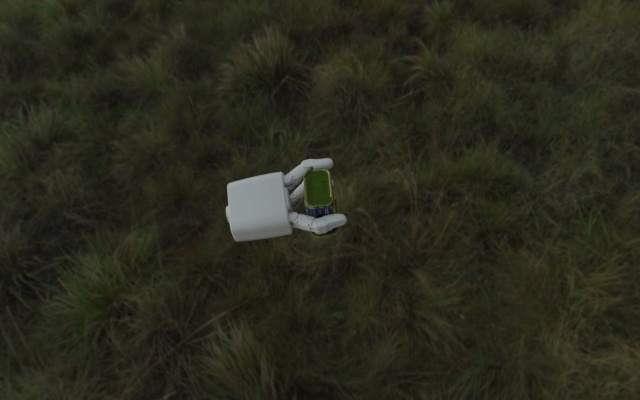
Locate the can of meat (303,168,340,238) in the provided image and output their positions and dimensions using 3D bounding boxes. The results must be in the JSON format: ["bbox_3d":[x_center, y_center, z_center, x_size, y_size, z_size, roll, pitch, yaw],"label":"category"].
[{"bbox_3d":[0.000,0.003,0.889,0.057,0.102,0.084,-8,-43,3],"label":"can of meat"}]
